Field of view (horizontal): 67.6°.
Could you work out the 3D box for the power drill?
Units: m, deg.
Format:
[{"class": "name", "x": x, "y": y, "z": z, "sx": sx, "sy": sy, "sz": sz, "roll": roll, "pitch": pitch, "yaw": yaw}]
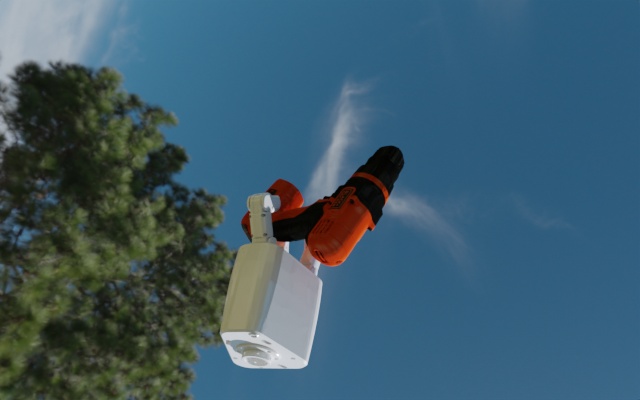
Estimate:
[{"class": "power drill", "x": 0.000, "y": 0.002, "z": 0.601, "sx": 0.187, "sy": 0.057, "sz": 0.184, "roll": -6, "pitch": 35, "yaw": 47}]
